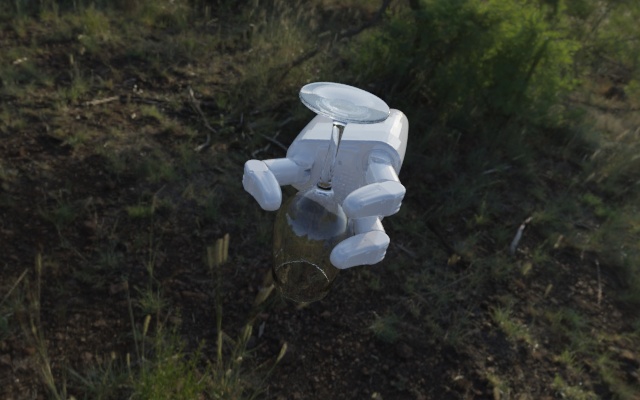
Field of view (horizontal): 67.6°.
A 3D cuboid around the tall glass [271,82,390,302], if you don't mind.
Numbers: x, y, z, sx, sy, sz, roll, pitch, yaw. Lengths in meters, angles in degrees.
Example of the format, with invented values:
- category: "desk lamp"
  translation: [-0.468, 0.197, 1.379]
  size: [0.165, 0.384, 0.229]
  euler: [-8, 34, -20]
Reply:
- category: "tall glass"
  translation: [0.000, 0.001, 0.435]
  size: [0.079, 0.201, 0.079]
  euler: [10, 33, -6]
